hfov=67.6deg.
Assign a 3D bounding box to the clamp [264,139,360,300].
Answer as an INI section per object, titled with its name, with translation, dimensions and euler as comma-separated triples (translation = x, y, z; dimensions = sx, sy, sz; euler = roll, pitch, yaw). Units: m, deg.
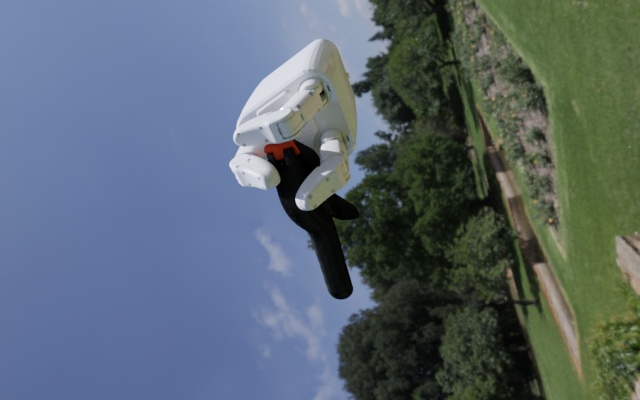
[clamp]
translation = -0.001, 0.002, 0.475
dimensions = 0.039, 0.172, 0.120
euler = -14, 33, 16
